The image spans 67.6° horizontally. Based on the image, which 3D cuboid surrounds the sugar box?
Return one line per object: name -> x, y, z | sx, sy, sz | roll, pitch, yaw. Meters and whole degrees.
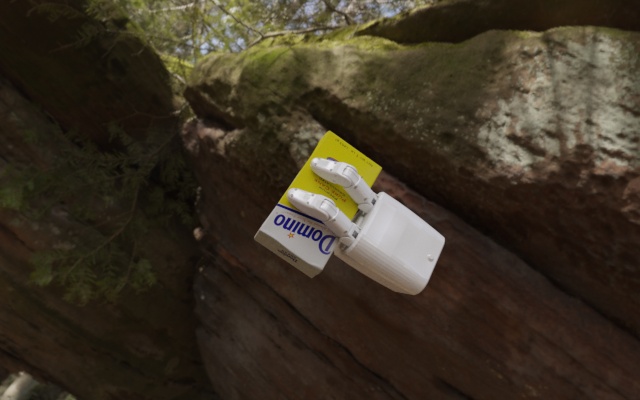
sugar box -> 0.000, 0.002, 0.625 | 0.093, 0.176, 0.048 | 34, -29, -4
